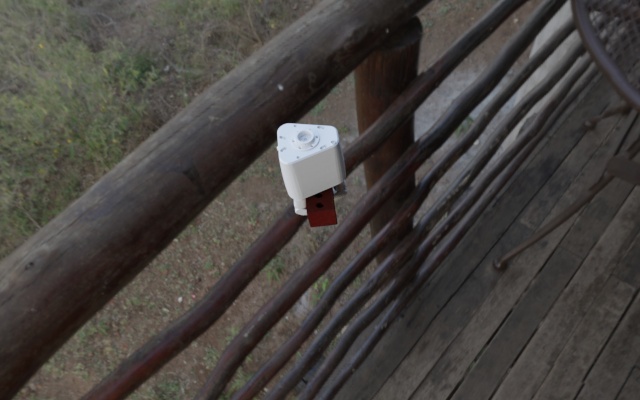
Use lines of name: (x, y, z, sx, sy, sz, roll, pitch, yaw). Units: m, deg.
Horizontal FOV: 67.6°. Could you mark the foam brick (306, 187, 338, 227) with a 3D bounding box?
foam brick: (0.000, 0.003, 0.892, 0.053, 0.078, 0.051, -9, -34, 2)
